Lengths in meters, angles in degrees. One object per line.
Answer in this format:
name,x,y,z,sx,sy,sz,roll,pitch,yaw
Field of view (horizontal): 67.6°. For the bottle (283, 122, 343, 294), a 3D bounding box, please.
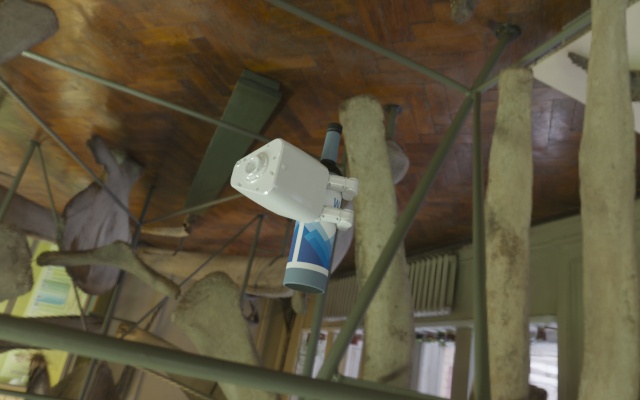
bottle,0.000,0.003,0.797,0.069,0.295,0.069,10,-21,4
